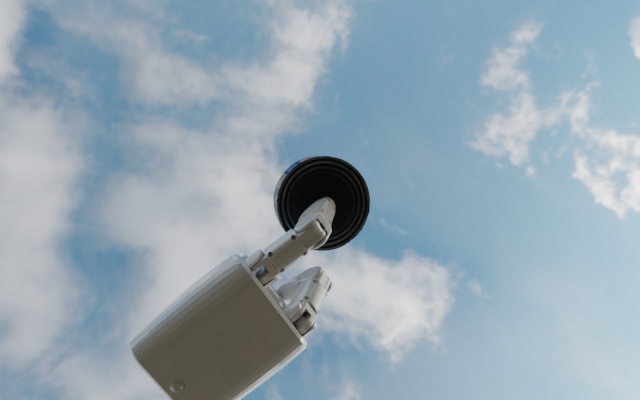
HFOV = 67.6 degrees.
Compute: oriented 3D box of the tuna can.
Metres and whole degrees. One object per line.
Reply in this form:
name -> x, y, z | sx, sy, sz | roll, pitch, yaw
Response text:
tuna can -> 0.000, 0.001, 0.442 | 0.086, 0.086, 0.033 | 0, 6, -13
